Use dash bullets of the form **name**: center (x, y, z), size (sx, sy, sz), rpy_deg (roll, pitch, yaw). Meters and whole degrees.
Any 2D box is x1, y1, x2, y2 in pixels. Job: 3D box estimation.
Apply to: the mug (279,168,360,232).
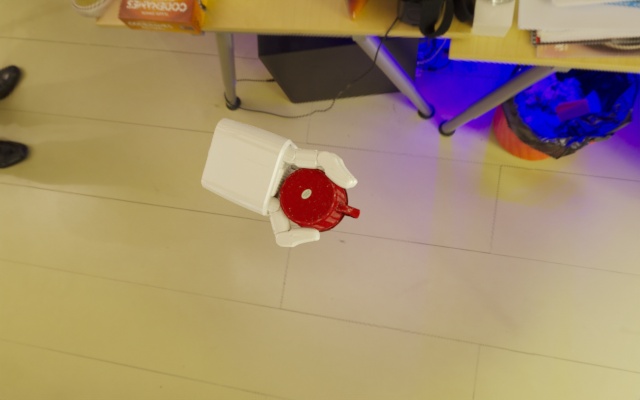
- **mug**: center (0.001, 0.003, 0.682), size (0.117, 0.093, 0.081), rpy_deg (21, -2, 12)
